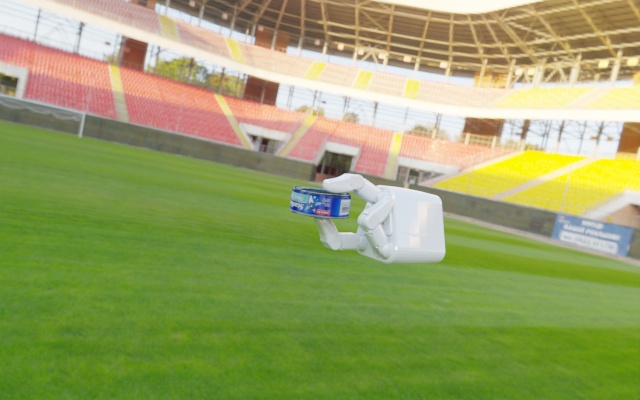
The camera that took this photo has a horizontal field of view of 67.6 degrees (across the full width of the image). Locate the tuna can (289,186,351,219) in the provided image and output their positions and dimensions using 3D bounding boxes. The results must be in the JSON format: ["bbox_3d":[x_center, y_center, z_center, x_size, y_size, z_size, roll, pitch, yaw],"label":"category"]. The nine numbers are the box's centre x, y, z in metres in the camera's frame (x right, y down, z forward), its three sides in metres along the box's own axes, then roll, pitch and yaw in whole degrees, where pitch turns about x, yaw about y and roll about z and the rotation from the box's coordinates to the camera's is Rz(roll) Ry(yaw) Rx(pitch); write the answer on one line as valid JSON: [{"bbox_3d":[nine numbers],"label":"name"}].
[{"bbox_3d":[0.000,0.002,0.678,0.086,0.034,0.086,7,7,-1],"label":"tuna can"}]
